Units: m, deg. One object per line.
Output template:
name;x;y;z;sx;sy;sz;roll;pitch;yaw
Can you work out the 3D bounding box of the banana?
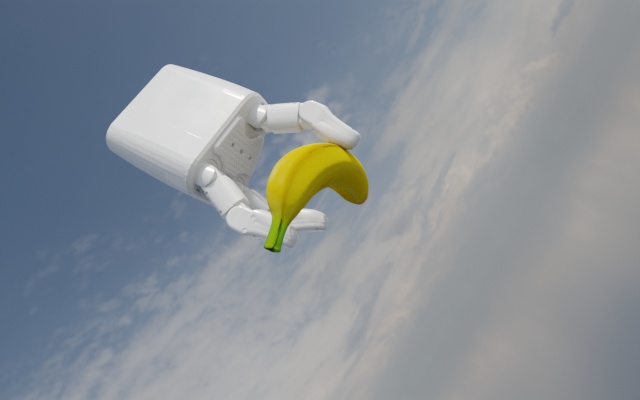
banana;0.002;-0.016;0.406;0.037;0.070;0.198;19;17;21
